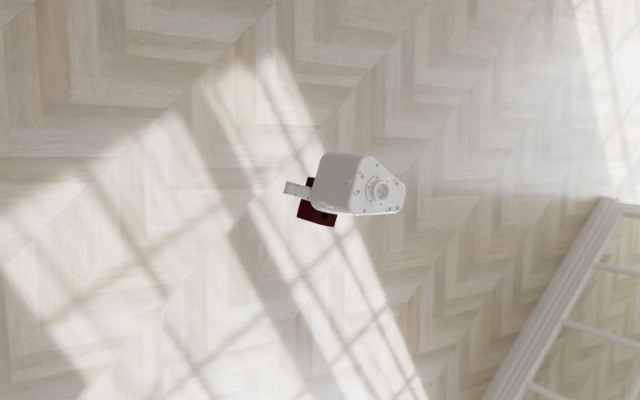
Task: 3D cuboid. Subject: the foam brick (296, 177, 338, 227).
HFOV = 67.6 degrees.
[{"bbox_3d":[0.000,0.003,0.830,0.053,0.078,0.051,17,-3,-33],"label":"foam brick"}]
